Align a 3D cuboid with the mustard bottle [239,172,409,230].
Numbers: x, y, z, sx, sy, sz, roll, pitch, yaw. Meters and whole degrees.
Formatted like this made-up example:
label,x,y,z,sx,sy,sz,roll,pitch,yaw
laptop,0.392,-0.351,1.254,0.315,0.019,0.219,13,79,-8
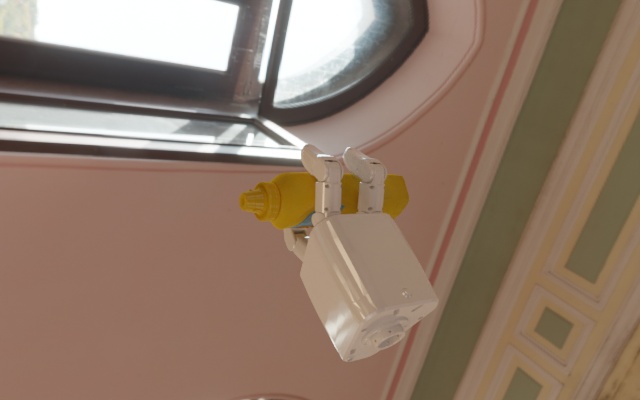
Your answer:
label,x,y,z,sx,sy,sz,roll,pitch,yaw
mustard bottle,0.000,0.001,0.533,0.191,0.058,0.096,0,-18,-35
